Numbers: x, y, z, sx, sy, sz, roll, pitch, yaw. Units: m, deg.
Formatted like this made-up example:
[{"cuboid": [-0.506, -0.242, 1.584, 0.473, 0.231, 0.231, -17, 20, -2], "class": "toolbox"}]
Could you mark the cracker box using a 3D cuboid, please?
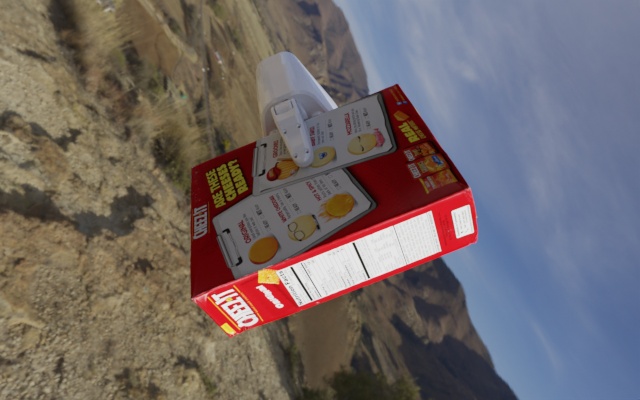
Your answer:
[{"cuboid": [0.000, 0.001, 0.411, 0.214, 0.072, 0.164, -22, 41, 5], "class": "cracker box"}]
